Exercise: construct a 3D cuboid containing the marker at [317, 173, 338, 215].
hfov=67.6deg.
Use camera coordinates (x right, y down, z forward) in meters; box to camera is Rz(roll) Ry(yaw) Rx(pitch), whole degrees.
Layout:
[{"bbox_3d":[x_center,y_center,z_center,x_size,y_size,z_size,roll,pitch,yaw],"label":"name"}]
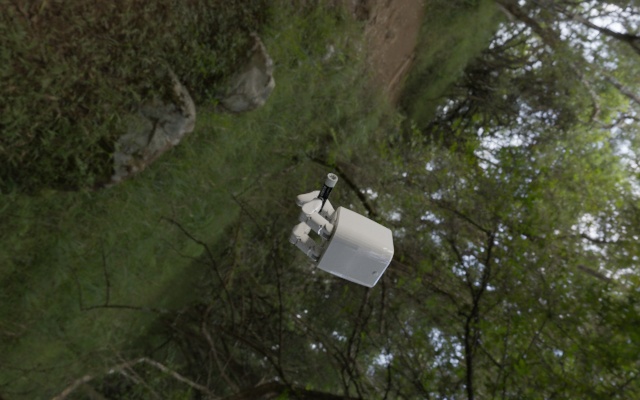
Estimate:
[{"bbox_3d":[0.000,0.003,0.843,0.020,0.121,0.020,15,40,-13],"label":"marker"}]
